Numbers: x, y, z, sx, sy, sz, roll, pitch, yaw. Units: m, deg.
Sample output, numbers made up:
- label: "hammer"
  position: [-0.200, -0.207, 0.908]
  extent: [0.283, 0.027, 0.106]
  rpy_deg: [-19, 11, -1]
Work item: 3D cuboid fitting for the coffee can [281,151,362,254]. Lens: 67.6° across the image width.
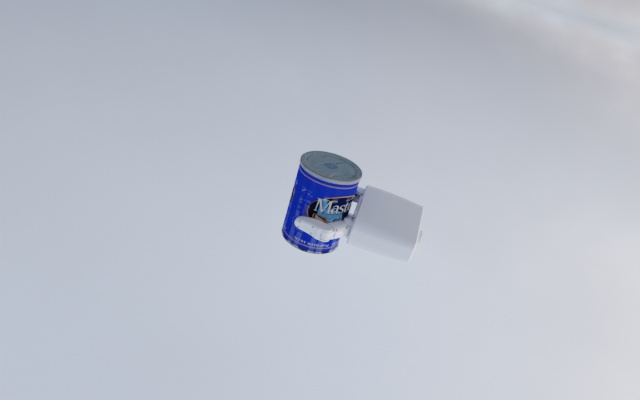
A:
- label: "coffee can"
  position: [0.000, 0.002, 0.792]
  extent: [0.103, 0.140, 0.102]
  rpy_deg: [13, 28, -7]
